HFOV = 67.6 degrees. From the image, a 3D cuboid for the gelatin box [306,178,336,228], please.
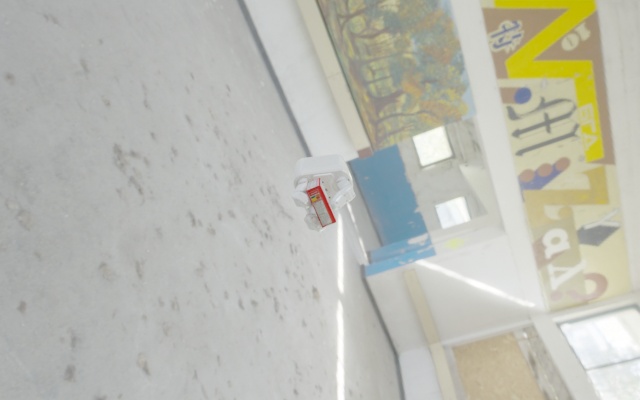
[{"bbox_3d":[0.001,0.003,0.871,0.030,0.073,0.089,-23,11,3],"label":"gelatin box"}]
